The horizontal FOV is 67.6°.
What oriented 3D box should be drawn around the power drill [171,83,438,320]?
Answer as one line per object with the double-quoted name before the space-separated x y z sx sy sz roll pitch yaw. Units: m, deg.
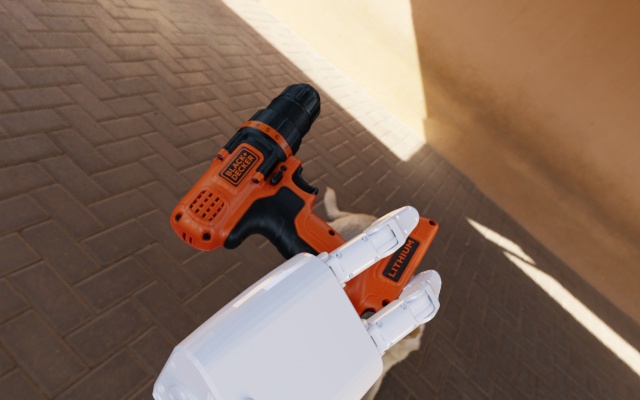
"power drill" 0.000 0.002 0.404 0.187 0.184 0.057 33 -26 4
